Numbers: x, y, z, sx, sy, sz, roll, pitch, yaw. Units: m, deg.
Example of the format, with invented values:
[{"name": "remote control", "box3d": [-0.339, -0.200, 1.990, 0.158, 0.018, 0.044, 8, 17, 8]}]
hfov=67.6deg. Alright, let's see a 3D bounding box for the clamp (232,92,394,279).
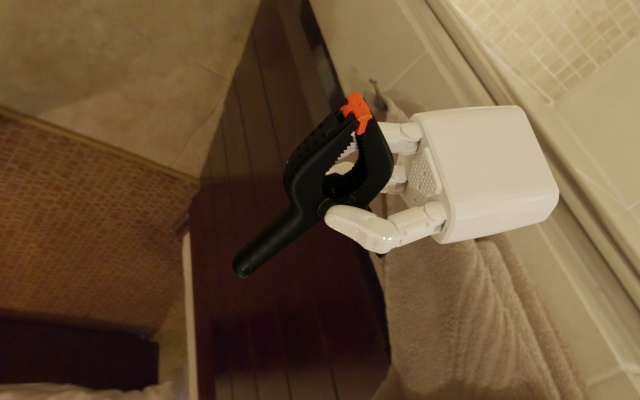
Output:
[{"name": "clamp", "box3d": [0.001, 0.002, 0.418, 0.164, 0.036, 0.210, -11, -38, -14]}]
